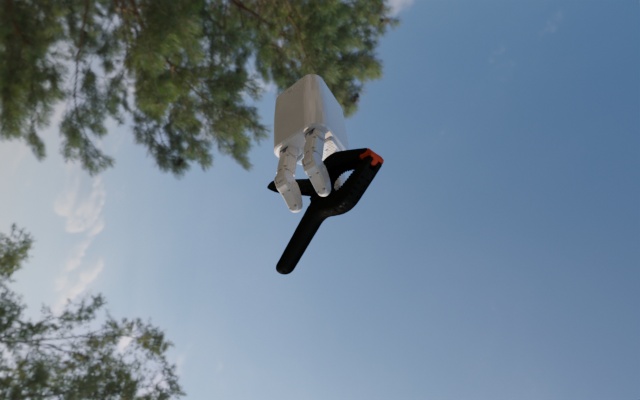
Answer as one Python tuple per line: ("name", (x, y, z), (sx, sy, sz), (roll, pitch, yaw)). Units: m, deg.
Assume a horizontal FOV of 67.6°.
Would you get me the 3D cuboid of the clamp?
("clamp", (0.001, 0.002, 0.669), (0.210, 0.164, 0.036), (-29, -39, 34))
